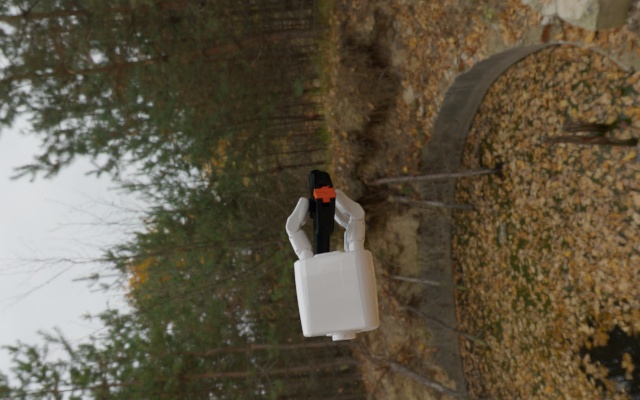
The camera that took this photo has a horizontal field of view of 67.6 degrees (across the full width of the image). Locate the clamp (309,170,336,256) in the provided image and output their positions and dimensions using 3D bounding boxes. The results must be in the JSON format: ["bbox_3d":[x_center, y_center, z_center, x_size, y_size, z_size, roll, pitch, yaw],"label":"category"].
[{"bbox_3d":[-0.001,0.002,0.721,0.036,0.164,0.210,-4,-18,-4],"label":"clamp"}]
